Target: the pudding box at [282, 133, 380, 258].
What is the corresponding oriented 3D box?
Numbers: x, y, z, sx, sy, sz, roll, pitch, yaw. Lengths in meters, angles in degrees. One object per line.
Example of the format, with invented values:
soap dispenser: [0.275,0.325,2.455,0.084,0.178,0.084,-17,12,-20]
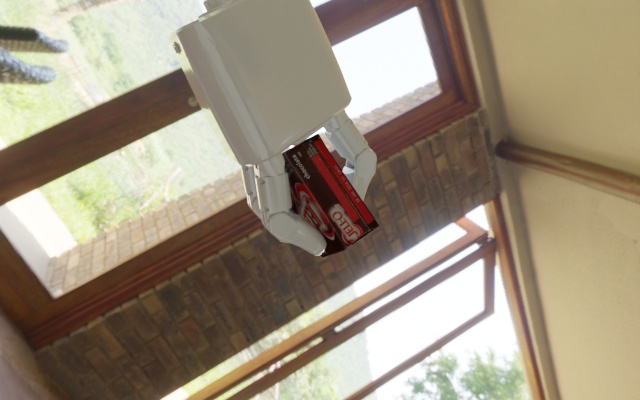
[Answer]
pudding box: [0.000,0.001,0.418,0.039,0.090,0.113,-32,-4,-11]
